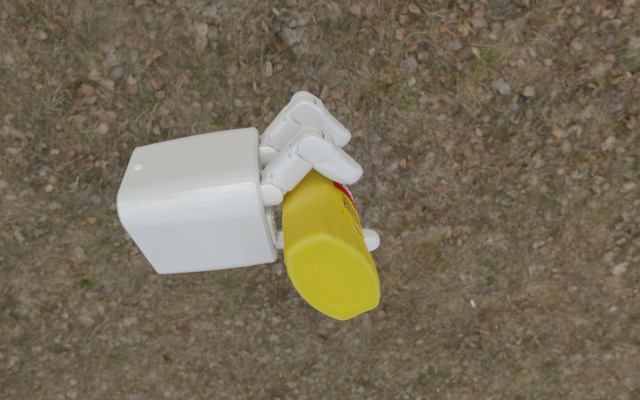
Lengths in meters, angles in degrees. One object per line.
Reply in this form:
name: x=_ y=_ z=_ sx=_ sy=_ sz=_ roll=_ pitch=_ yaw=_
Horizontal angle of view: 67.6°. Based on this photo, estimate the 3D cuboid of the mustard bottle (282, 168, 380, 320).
mustard bottle: x=0.000 y=0.001 z=0.412 sx=0.058 sy=0.096 sz=0.191 roll=-27 pitch=36 yaw=13
